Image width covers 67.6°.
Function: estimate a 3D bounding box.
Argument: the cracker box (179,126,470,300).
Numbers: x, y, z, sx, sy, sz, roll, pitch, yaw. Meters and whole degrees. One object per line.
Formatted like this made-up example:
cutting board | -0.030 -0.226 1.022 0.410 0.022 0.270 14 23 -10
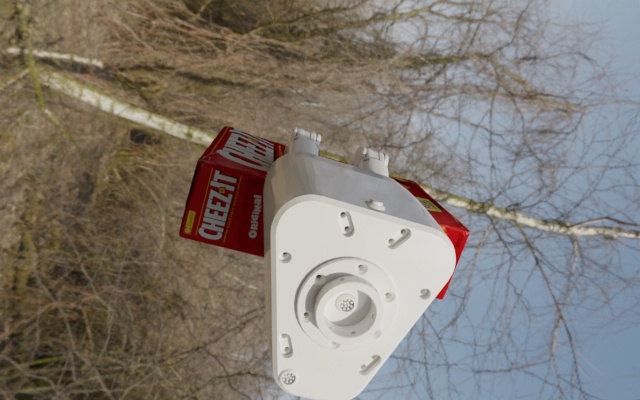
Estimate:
cracker box | 0.000 0.002 0.432 0.214 0.072 0.164 16 14 -10
